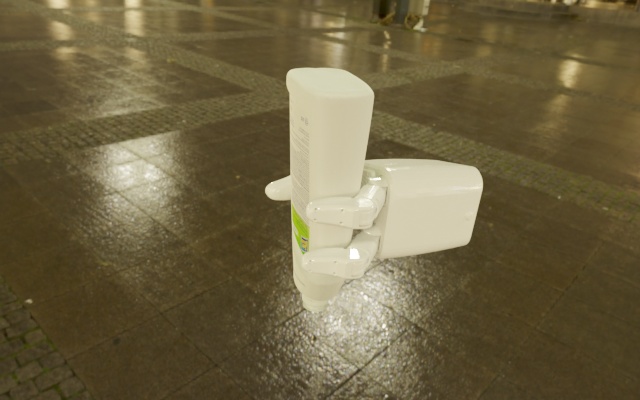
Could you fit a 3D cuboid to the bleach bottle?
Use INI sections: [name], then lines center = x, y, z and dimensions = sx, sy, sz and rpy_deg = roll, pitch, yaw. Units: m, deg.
[bleach bottle]
center = 0.000, 0.002, 0.488
dimensions = 0.068, 0.251, 0.102
rpy_deg = -4, 29, -17
